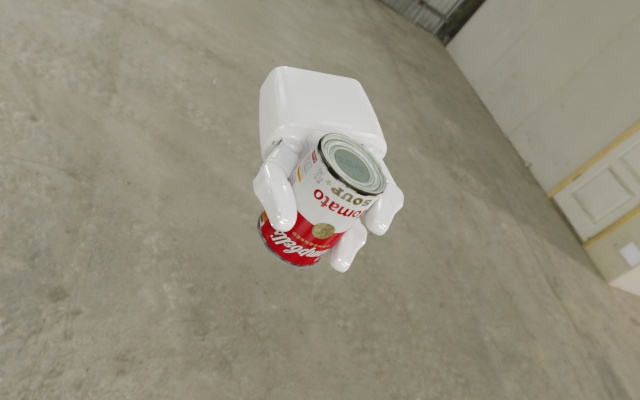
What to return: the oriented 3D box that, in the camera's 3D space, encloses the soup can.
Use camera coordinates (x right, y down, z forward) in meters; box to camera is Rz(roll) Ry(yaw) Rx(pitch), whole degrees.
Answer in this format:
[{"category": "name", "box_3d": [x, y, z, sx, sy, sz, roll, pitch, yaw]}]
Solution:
[{"category": "soup can", "box_3d": [0.000, 0.001, 0.405, 0.068, 0.068, 0.102, 0, -39, -44]}]
